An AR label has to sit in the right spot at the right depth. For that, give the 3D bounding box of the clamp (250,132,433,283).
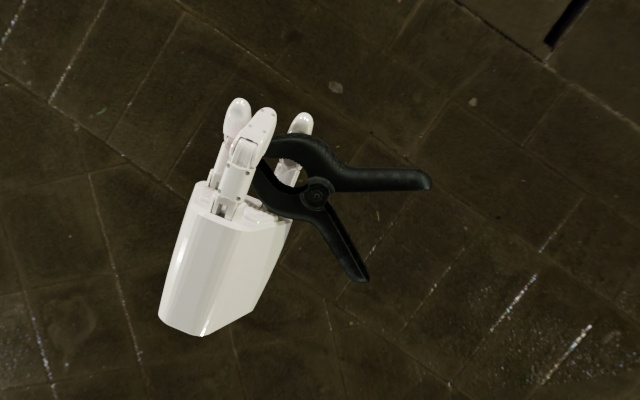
[{"bbox_3d":[0.000,0.001,0.429,0.171,0.120,0.039,22,13,2],"label":"clamp"}]
